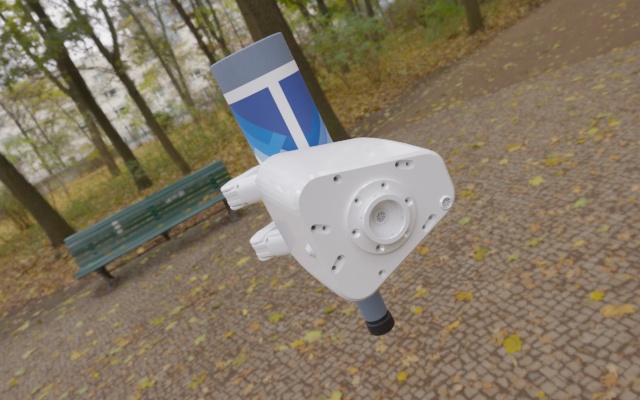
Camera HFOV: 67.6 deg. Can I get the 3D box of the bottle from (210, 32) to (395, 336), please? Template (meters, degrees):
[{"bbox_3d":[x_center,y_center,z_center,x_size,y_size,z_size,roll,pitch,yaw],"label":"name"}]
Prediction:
[{"bbox_3d":[0.000,0.001,0.438,0.069,0.296,0.069,-24,17,8],"label":"bottle"}]
